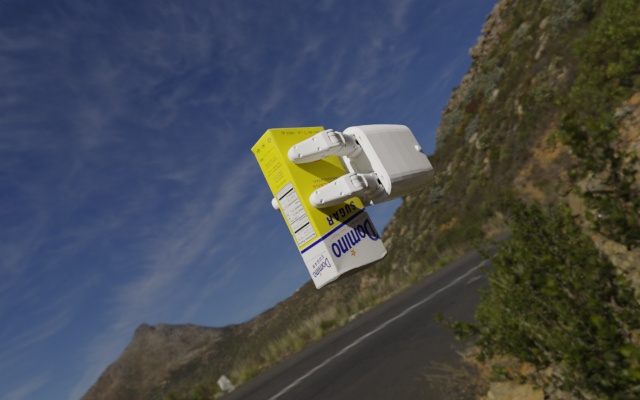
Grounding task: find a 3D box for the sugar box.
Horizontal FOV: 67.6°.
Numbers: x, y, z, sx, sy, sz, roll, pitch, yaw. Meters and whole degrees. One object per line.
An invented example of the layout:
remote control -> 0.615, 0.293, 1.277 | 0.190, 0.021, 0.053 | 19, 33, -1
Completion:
sugar box -> 0.000, 0.001, 0.538 | 0.093, 0.176, 0.048 | -13, -21, -47
